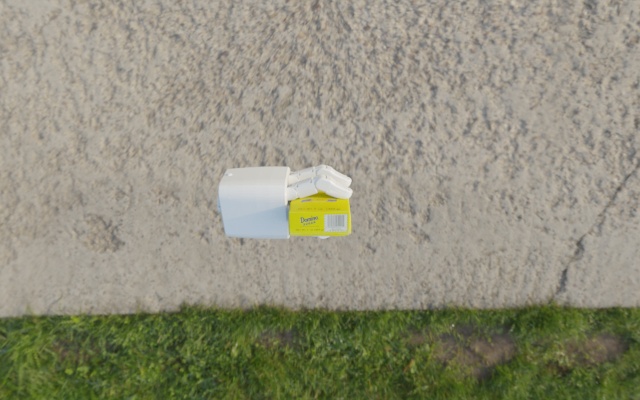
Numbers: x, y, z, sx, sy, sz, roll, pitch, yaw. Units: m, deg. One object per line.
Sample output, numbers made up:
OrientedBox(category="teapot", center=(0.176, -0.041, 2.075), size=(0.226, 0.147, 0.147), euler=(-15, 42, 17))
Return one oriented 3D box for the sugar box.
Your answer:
OrientedBox(category="sugar box", center=(0.000, 0.002, 0.780), size=(0.093, 0.048, 0.176), euler=(0, 23, 0))
